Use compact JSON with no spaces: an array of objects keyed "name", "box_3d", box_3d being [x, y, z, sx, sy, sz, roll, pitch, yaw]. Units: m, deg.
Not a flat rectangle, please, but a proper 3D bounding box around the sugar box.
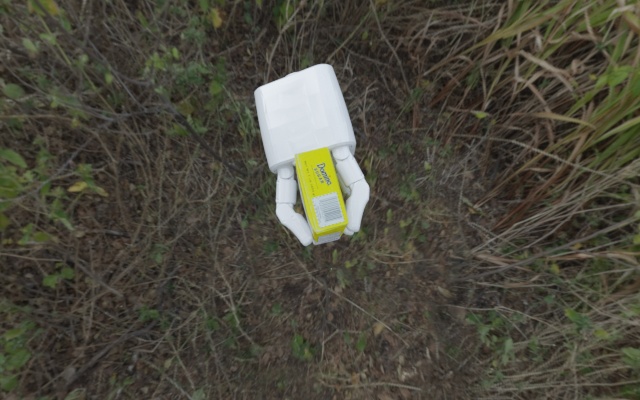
[{"name":"sugar box","box_3d":[0.001,0.002,0.605,0.048,0.093,0.176,-14,-8,-1]}]
